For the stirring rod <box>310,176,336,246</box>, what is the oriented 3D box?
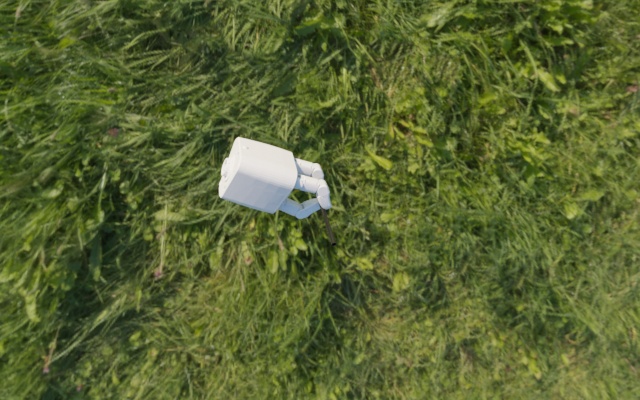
[{"bbox_3d":[0.000,0.003,0.898,0.011,0.011,0.239,0,37,-14],"label":"stirring rod"}]
